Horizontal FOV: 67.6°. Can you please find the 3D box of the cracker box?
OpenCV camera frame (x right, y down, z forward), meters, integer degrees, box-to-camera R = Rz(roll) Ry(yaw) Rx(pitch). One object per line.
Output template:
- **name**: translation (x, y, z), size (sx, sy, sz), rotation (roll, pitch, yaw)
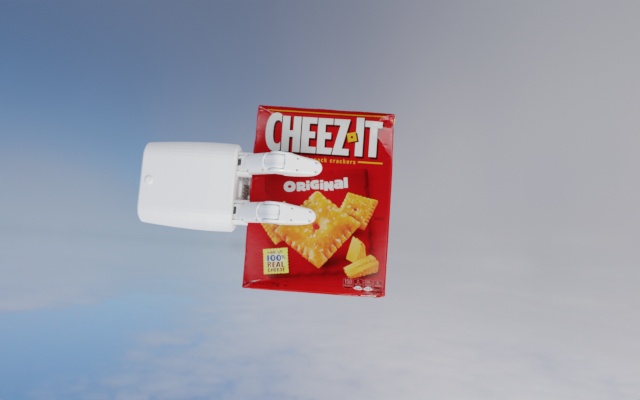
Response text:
- **cracker box**: translation (0.000, 0.002, 0.568), size (0.164, 0.213, 0.072), rotation (4, -6, 1)
